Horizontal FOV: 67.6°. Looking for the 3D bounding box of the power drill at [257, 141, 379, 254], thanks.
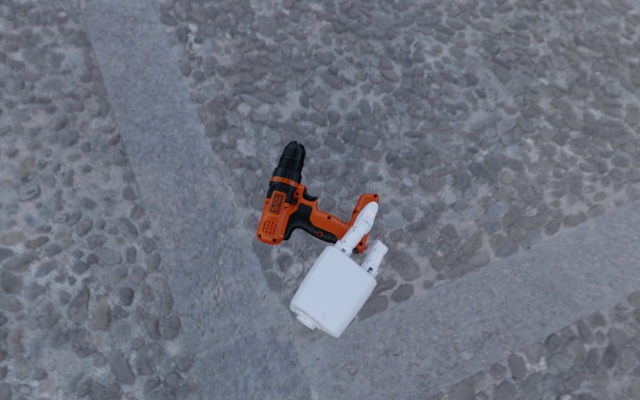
[{"bbox_3d":[0.000,0.003,0.809,0.187,0.184,0.057,15,-9,7],"label":"power drill"}]
